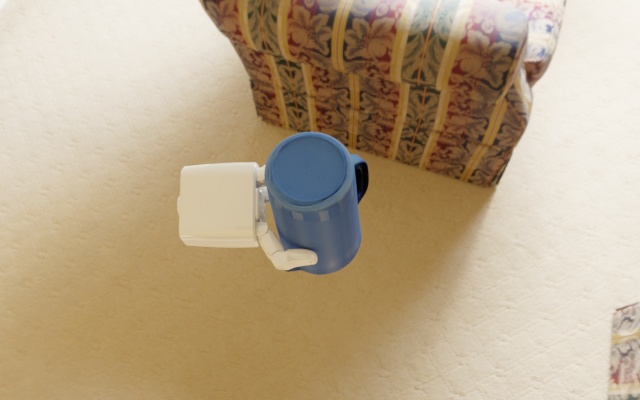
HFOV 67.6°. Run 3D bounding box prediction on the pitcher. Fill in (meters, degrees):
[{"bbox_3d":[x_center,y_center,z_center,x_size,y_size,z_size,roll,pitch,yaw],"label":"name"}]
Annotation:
[{"bbox_3d":[0.000,0.002,0.669,0.145,0.149,0.243,-1,-23,3],"label":"pitcher"}]
